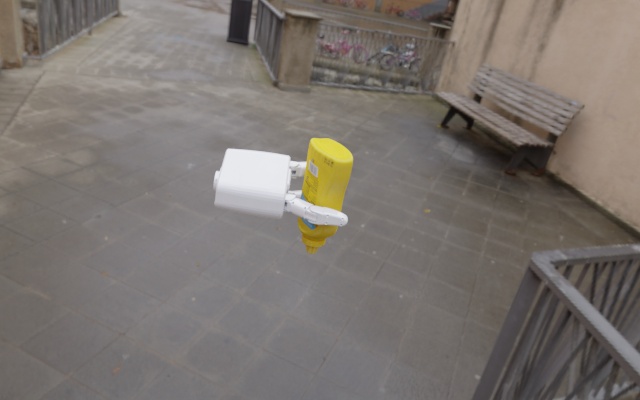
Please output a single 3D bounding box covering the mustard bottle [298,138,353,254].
[{"bbox_3d":[0.000,0.002,0.777,0.058,0.192,0.096,-3,29,-28],"label":"mustard bottle"}]
